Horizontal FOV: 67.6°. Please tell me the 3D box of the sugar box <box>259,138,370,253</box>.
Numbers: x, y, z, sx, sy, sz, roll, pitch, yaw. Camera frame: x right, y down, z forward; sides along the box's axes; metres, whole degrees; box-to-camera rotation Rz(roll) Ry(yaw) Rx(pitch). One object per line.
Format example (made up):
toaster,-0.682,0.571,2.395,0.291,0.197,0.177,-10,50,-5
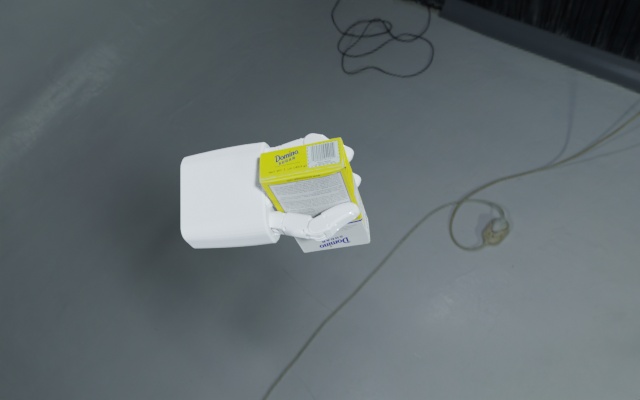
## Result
sugar box,0.000,0.001,0.569,0.093,0.048,0.176,-9,-31,10
